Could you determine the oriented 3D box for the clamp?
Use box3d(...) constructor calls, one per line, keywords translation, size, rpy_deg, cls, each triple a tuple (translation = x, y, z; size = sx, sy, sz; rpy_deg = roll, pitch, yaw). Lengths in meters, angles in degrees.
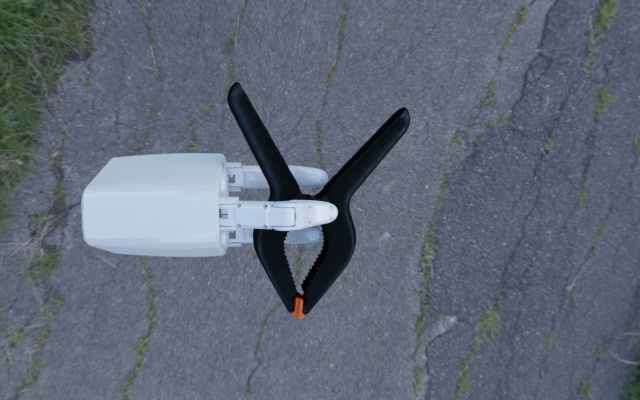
box3d(translation=(0.000, 0.002, 0.435), size=(0.164, 0.210, 0.036), rpy_deg=(0, 7, -9), cls="clamp")
